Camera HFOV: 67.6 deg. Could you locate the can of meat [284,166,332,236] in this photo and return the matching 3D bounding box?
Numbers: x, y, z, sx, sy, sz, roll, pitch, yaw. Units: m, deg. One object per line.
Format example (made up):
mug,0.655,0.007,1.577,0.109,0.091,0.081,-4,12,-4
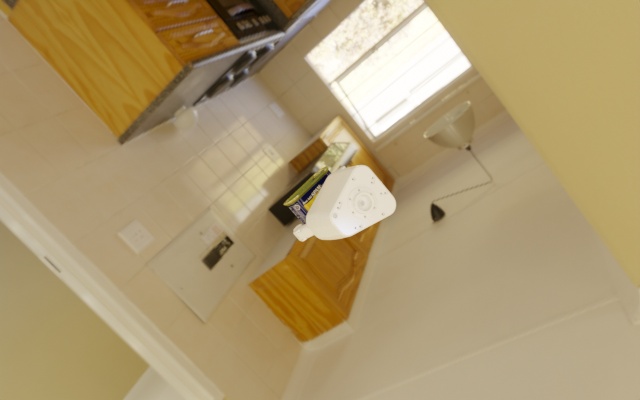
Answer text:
can of meat,0.000,0.003,0.858,0.102,0.084,0.057,-45,10,-21
